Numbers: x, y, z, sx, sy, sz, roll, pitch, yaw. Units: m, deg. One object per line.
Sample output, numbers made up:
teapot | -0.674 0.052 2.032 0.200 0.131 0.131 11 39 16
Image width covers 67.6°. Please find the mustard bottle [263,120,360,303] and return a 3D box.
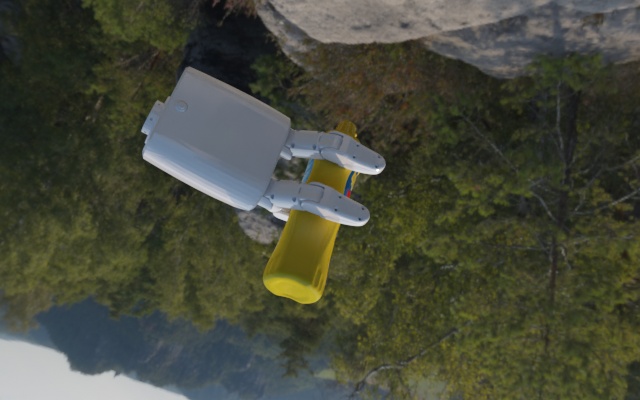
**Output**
mustard bottle | 0.000 0.002 0.479 0.058 0.191 0.096 18 -22 3
